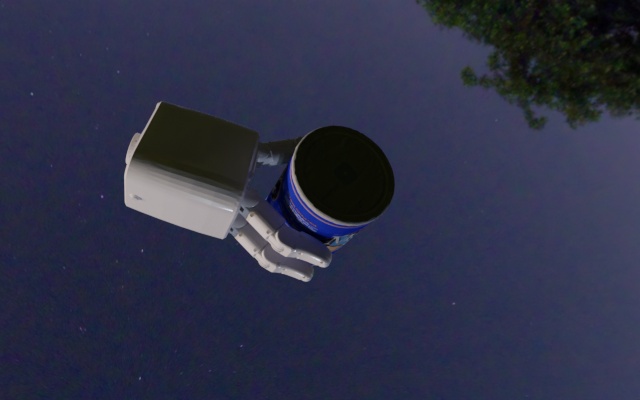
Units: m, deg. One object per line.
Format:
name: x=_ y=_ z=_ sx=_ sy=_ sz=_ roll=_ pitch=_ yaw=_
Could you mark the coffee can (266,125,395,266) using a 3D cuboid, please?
coffee can: x=0.000 y=0.002 z=0.502 sx=0.103 sy=0.102 sz=0.140 roll=0 pitch=-24 yaw=-22
